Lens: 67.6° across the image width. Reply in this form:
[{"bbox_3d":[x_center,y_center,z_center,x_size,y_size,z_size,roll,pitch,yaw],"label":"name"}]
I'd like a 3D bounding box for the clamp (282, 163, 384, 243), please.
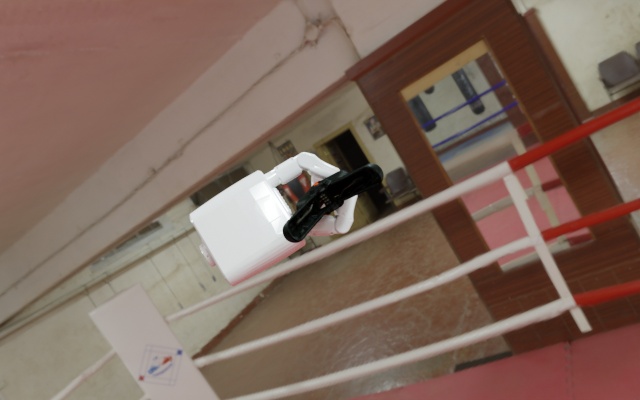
[{"bbox_3d":[0.000,0.001,0.553,0.120,0.039,0.171,-31,4,-9],"label":"clamp"}]
